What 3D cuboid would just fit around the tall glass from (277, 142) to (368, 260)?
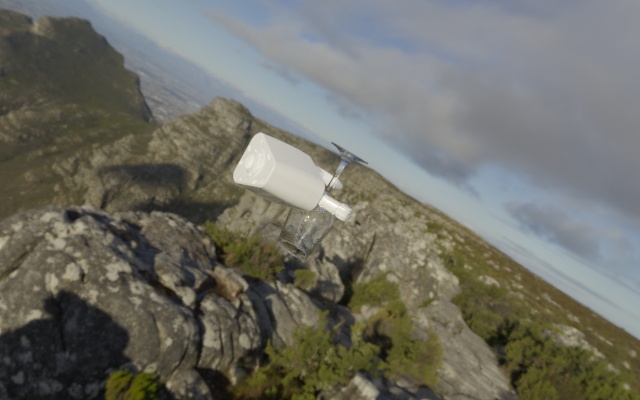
[{"bbox_3d":[0.001,0.002,0.830,0.079,0.201,0.079,30,7,-4],"label":"tall glass"}]
